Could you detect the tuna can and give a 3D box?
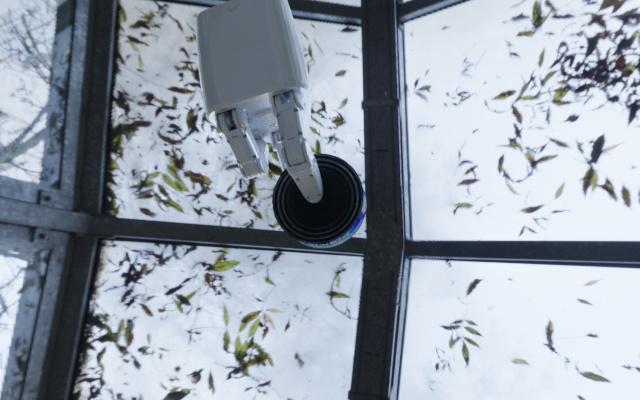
[{"bbox_3d":[0.000,0.002,0.450,0.086,0.086,0.034,0,-15,13],"label":"tuna can"}]
